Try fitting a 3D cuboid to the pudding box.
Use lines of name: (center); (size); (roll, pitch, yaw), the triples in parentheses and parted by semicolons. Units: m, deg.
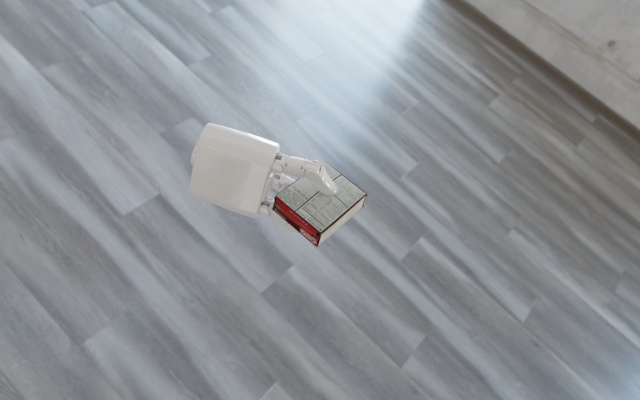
pudding box: (0.000, 0.002, 0.696); (0.113, 0.090, 0.039); (-39, -20, -33)
